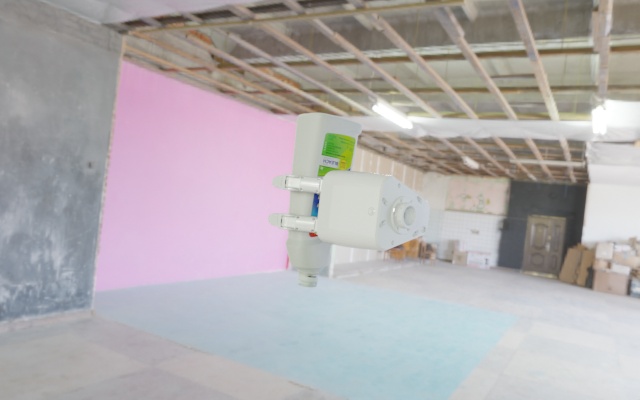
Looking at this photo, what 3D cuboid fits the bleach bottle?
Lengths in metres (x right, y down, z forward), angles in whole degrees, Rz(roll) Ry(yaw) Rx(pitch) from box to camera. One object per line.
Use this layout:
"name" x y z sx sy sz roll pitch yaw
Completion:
"bleach bottle" 0.000 0.002 0.715 0.102 0.251 0.068 6 0 -43
